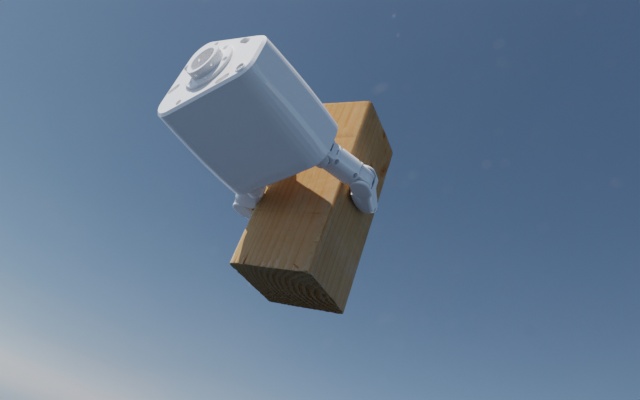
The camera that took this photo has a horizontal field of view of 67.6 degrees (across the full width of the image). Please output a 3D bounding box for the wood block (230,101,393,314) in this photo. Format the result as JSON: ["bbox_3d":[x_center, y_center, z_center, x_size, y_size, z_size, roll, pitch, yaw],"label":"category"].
[{"bbox_3d":[0.000,0.001,0.505,0.091,0.206,0.090,3,-34,29],"label":"wood block"}]
